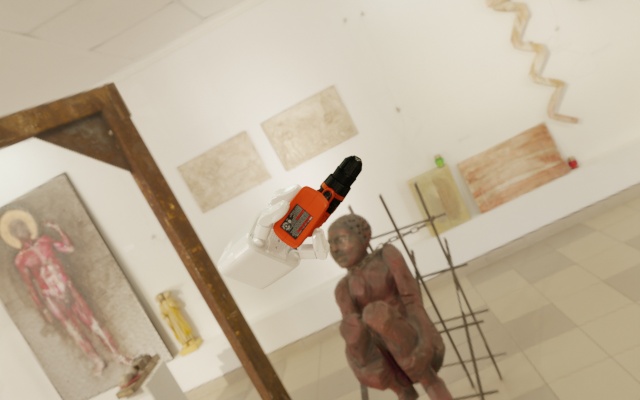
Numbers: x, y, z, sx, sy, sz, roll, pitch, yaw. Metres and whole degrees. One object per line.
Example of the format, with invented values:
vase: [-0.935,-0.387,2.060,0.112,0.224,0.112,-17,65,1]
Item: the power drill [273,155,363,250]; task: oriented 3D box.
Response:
power drill: [0.000,0.003,0.837,0.057,0.184,0.187,38,16,8]
